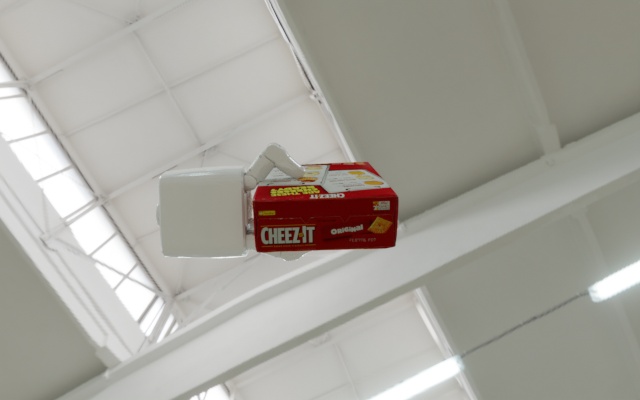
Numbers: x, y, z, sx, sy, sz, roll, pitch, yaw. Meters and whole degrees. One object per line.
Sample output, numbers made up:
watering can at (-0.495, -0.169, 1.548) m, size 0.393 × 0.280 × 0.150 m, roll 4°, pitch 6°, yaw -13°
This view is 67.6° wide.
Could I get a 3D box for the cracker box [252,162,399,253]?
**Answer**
cracker box at (0.000, 0.002, 0.634) m, size 0.164 × 0.072 × 0.213 m, roll -2°, pitch 15°, yaw -3°
